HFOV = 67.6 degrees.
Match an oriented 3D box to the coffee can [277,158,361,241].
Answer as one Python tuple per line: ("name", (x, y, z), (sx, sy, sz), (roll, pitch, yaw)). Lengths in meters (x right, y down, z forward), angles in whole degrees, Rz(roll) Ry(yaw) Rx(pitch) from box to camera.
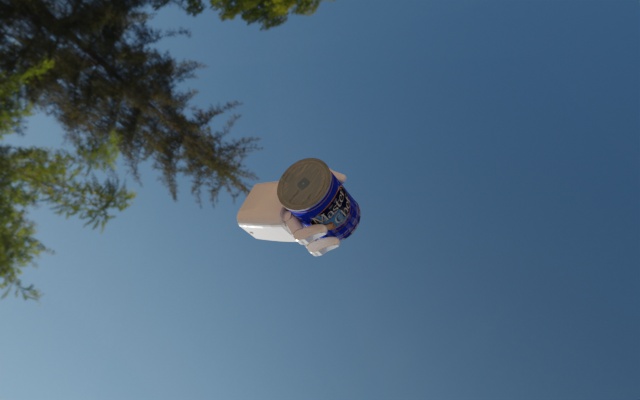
("coffee can", (0.000, 0.003, 0.865), (0.103, 0.102, 0.140), (0, -28, 29))
